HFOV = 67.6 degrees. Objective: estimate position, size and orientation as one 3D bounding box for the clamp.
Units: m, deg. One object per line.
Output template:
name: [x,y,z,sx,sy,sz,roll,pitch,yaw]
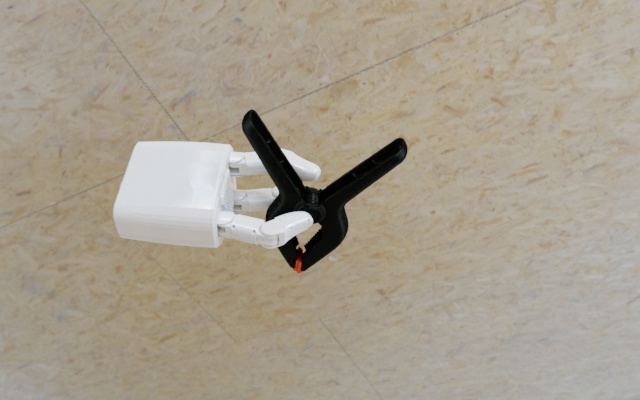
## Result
clamp: [0.000,0.003,0.524,0.164,0.210,0.036,6,40,2]
